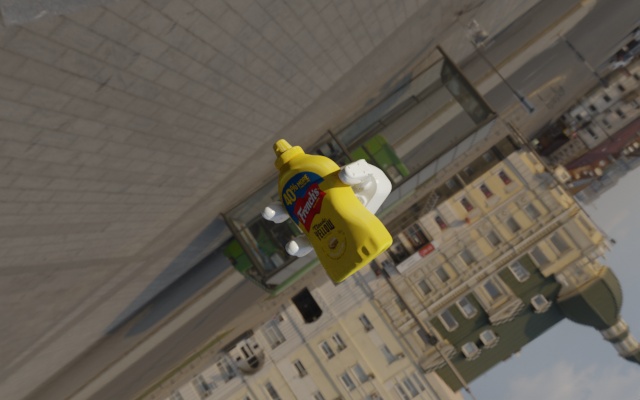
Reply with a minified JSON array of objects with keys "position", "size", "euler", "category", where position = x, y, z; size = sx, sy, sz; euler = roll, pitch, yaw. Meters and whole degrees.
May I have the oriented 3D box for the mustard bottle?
[{"position":[0.000,0.002,0.602],"size":[0.058,0.191,0.096],"euler":[-23,-16,-48],"category":"mustard bottle"}]
